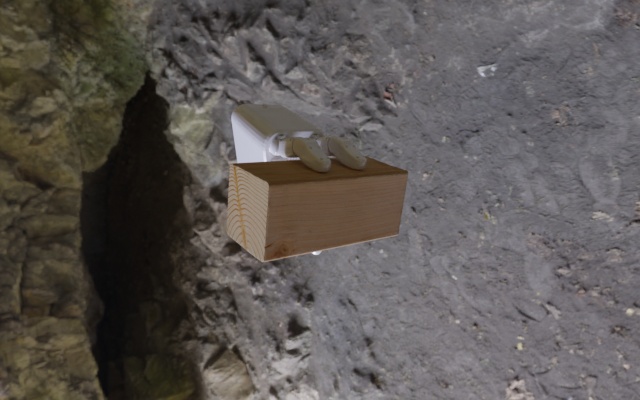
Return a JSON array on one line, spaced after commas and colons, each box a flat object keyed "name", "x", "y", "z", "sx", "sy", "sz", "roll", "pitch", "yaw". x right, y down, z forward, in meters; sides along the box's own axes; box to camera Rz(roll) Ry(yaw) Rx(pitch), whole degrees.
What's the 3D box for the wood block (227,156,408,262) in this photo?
[{"name": "wood block", "x": 0.000, "y": 0.002, "z": 0.586, "sx": 0.206, "sy": 0.091, "sz": 0.090, "roll": -7, "pitch": 22, "yaw": -37}]
